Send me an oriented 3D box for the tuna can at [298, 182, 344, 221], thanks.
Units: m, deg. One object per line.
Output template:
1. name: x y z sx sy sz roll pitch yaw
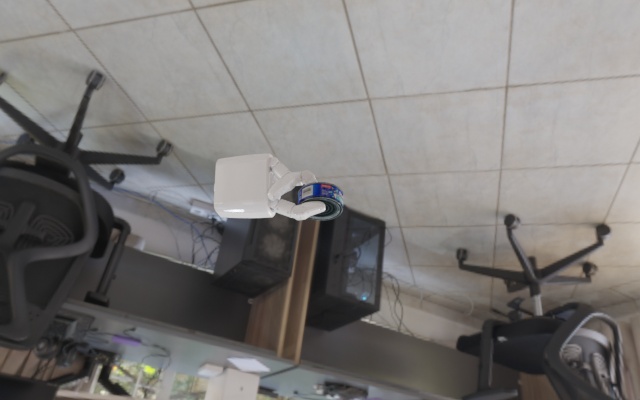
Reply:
1. tuna can: 0.000 0.003 0.890 0.086 0.033 0.086 1 -32 1
